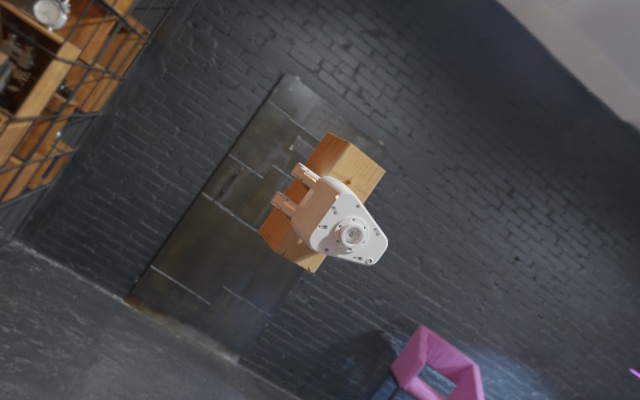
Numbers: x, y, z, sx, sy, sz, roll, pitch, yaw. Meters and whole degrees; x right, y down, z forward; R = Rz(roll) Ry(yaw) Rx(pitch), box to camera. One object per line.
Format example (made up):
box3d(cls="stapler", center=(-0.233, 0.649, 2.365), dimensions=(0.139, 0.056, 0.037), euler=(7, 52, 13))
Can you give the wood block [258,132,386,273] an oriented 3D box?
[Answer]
box3d(cls="wood block", center=(0.001, 0.003, 0.795), dimensions=(0.091, 0.206, 0.090), euler=(34, 2, -30))
